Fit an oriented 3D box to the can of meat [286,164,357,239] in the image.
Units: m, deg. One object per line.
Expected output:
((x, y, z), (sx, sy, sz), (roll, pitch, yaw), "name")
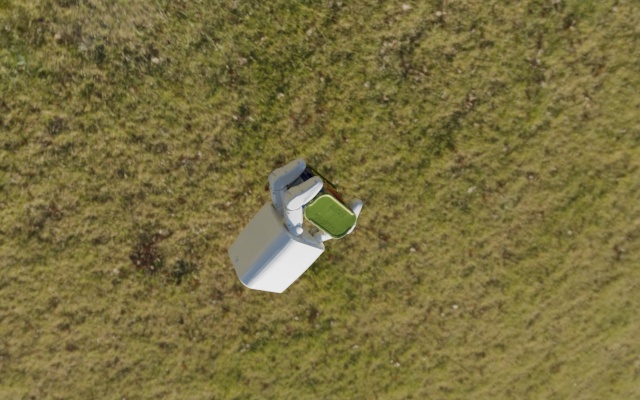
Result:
((0.000, 0.003, 0.730), (0.102, 0.057, 0.084), (37, 11, -41), "can of meat")
